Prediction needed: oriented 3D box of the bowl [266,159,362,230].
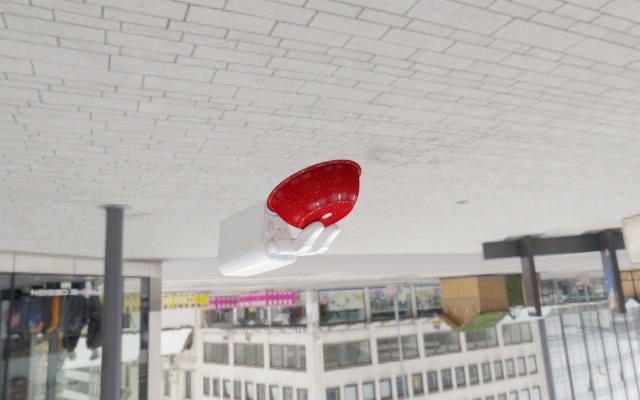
[{"bbox_3d":[0.001,0.002,0.748,0.162,0.055,0.162,-20,-22,-9],"label":"bowl"}]
